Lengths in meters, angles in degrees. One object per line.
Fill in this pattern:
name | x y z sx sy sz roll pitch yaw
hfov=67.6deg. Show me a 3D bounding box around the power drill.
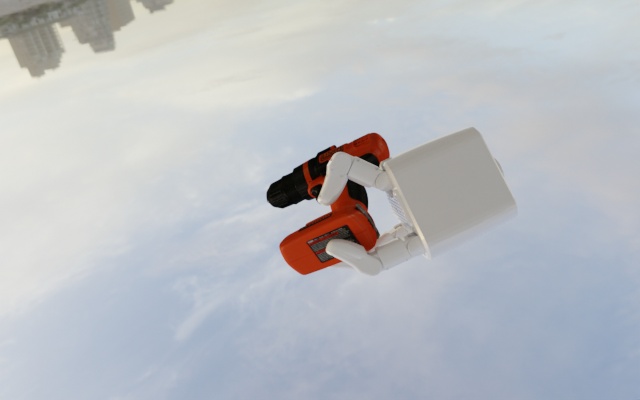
power drill | 0.000 0.002 0.587 0.184 0.057 0.187 -26 31 21
